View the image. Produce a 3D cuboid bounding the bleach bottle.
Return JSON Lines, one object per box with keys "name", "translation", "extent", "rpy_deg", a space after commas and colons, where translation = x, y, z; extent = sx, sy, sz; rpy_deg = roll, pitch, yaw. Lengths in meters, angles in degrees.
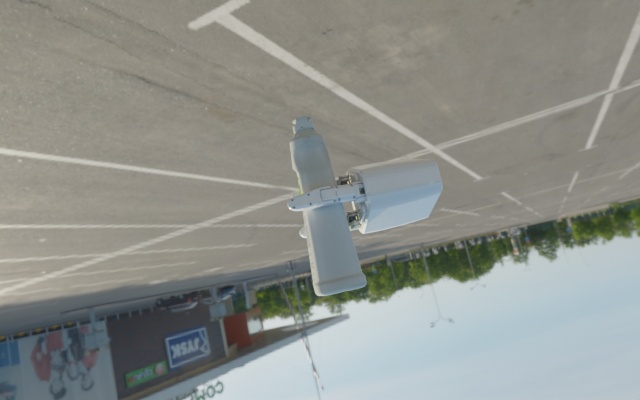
{"name": "bleach bottle", "translation": [0.000, 0.002, 0.665], "extent": [0.068, 0.250, 0.102], "rpy_deg": [-11, -9, -7]}
